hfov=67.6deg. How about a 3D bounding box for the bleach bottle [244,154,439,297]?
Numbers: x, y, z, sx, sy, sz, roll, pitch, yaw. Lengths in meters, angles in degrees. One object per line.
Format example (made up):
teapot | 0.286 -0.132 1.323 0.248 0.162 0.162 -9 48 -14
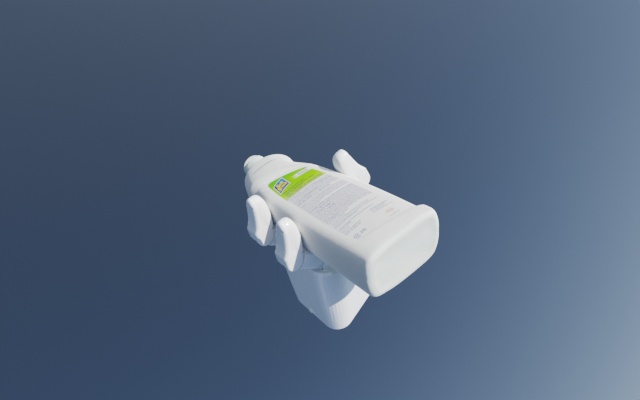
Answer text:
bleach bottle | 0.000 0.002 0.527 0.102 0.068 0.250 -32 42 -26
